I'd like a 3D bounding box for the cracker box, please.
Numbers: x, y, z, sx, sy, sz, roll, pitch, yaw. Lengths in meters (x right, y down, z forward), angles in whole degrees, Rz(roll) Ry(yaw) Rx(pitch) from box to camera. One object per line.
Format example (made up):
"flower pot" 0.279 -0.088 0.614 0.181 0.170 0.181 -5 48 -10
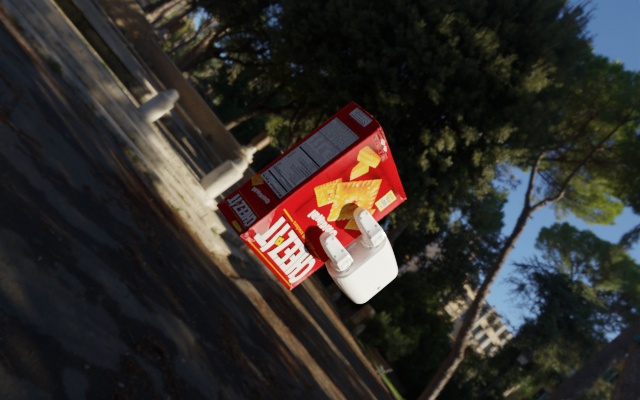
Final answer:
"cracker box" 0.000 0.002 0.624 0.072 0.213 0.164 47 -8 38
